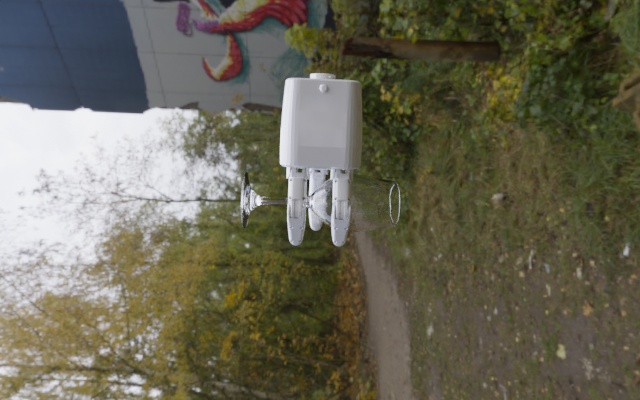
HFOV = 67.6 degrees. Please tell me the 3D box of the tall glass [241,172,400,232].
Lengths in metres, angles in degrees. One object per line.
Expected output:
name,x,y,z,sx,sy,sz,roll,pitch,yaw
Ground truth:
tall glass,-0.001,0.002,0.631,0.201,0.079,0.079,2,0,-2
